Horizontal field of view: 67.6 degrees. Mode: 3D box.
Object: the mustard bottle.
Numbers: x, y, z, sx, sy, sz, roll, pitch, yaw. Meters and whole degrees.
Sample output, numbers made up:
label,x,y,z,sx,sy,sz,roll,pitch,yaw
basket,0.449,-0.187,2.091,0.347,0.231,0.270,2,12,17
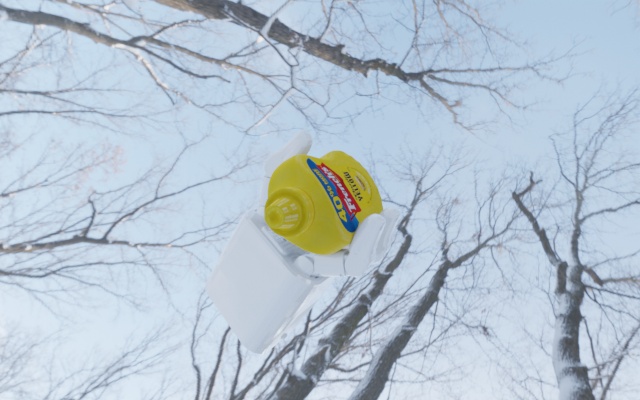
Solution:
label,x,y,z,sx,sy,sz,roll,pitch,yaw
mustard bottle,0.000,0.001,0.453,0.058,0.096,0.191,-31,-5,23
